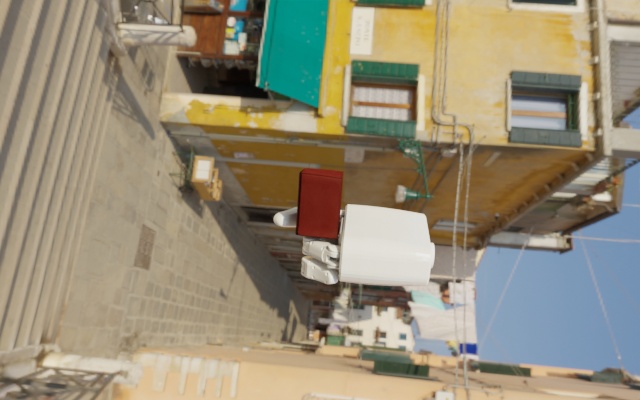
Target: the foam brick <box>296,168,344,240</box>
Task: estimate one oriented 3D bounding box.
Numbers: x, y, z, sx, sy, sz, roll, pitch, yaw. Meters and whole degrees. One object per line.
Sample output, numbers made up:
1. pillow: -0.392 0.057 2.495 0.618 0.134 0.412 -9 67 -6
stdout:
1. foam brick: 0.000 0.002 0.590 0.051 0.078 0.053 5 13 5
